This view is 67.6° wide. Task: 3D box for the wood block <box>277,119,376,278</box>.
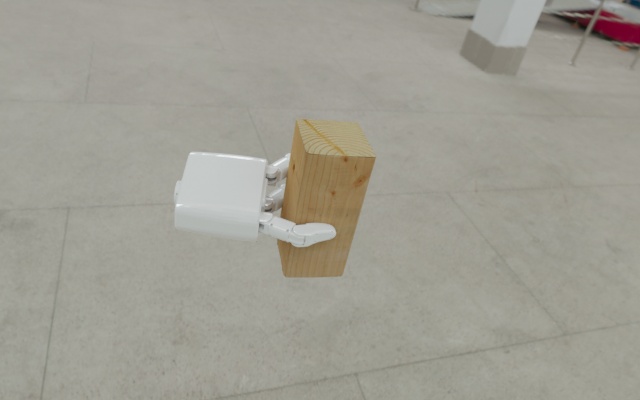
[{"bbox_3d":[0.000,0.002,0.661,0.090,0.206,0.090,1,37,-15],"label":"wood block"}]
